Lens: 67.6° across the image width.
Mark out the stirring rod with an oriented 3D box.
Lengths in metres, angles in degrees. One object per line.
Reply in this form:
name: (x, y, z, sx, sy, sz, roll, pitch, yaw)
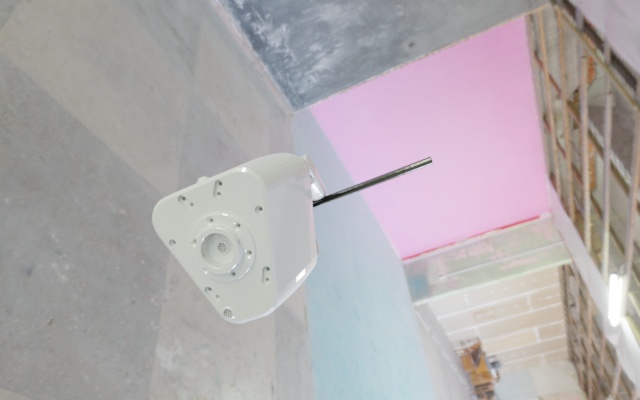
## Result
stirring rod: (0.000, 0.002, 0.497, 0.239, 0.011, 0.011, -21, -6, 15)
